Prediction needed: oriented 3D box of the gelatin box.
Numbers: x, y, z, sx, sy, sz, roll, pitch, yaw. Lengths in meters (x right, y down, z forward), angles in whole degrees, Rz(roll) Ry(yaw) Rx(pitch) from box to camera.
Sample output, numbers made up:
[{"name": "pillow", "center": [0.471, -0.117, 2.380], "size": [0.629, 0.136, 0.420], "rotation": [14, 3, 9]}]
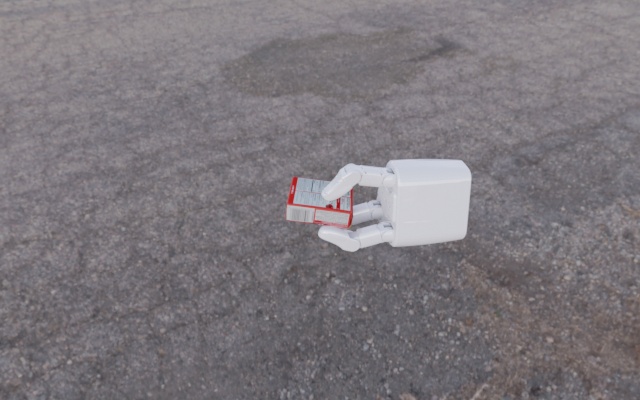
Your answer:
[{"name": "gelatin box", "center": [0.000, 0.002, 0.657], "size": [0.089, 0.030, 0.073], "rotation": [8, 33, -1]}]
